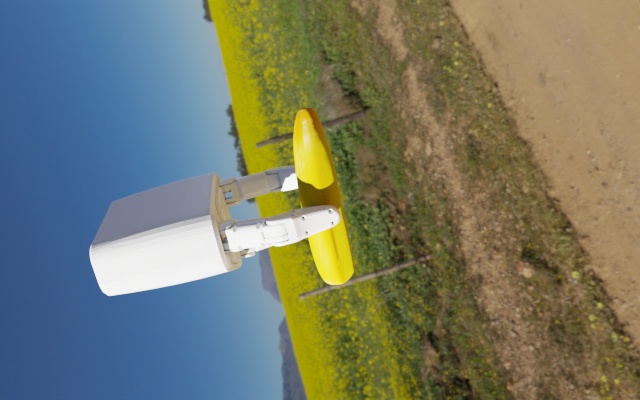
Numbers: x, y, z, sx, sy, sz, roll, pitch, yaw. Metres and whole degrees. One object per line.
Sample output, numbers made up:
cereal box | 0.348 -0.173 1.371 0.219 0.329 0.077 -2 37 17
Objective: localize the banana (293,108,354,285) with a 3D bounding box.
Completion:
banana | 0.003 0.015 0.441 0.037 0.198 0.069 -13 37 0
